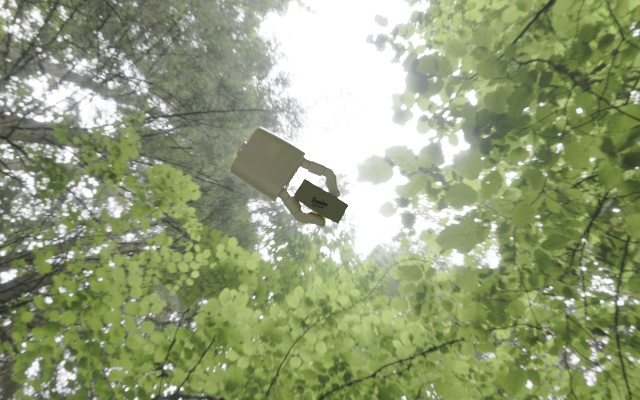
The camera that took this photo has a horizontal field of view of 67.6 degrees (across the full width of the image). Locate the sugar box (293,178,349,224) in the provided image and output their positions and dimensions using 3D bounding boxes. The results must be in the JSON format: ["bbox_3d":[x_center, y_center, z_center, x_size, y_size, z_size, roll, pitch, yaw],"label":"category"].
[{"bbox_3d":[0.000,0.003,0.895,0.093,0.048,0.176,31,1,1],"label":"sugar box"}]
